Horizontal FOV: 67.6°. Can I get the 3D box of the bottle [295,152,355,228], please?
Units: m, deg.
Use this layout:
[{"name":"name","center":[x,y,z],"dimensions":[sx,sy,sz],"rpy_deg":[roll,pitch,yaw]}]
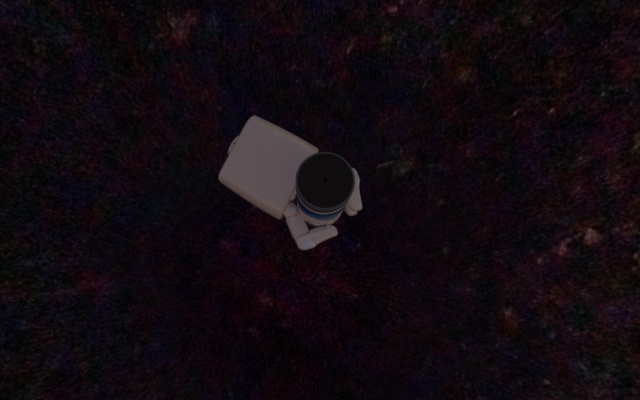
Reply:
[{"name":"bottle","center":[0.000,0.002,0.673],"dimensions":[0.069,0.069,0.296],"rpy_deg":[0,-9,-2]}]
